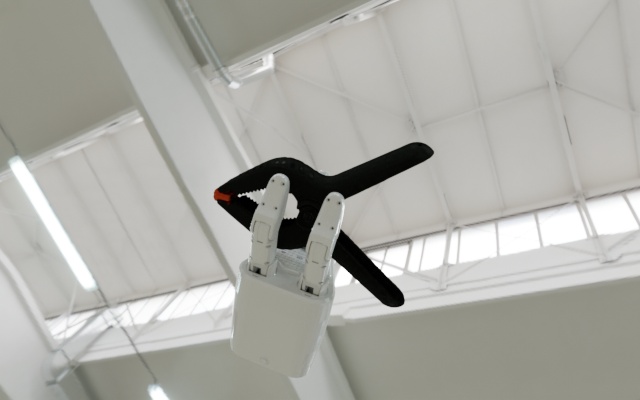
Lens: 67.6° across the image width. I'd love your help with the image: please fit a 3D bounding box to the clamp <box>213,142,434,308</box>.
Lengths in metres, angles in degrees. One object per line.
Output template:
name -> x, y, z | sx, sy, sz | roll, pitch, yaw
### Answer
clamp -> 0.000, 0.001, 0.458 | 0.210, 0.165, 0.036 | 18, 23, 11
